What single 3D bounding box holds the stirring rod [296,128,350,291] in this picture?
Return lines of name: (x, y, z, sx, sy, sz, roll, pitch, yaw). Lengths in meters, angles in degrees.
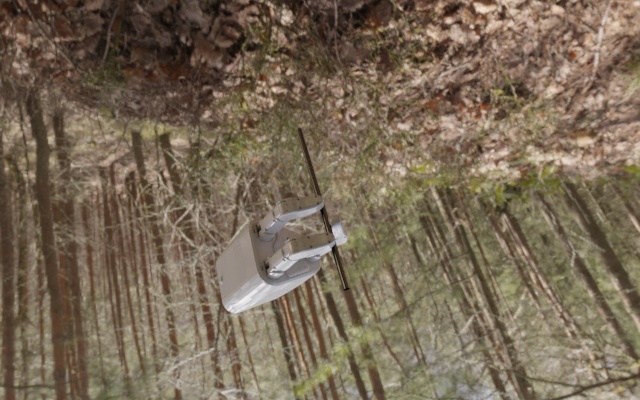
stirring rod: (0.000, 0.002, 0.612, 0.011, 0.239, 0.011, -13, -29, -7)
